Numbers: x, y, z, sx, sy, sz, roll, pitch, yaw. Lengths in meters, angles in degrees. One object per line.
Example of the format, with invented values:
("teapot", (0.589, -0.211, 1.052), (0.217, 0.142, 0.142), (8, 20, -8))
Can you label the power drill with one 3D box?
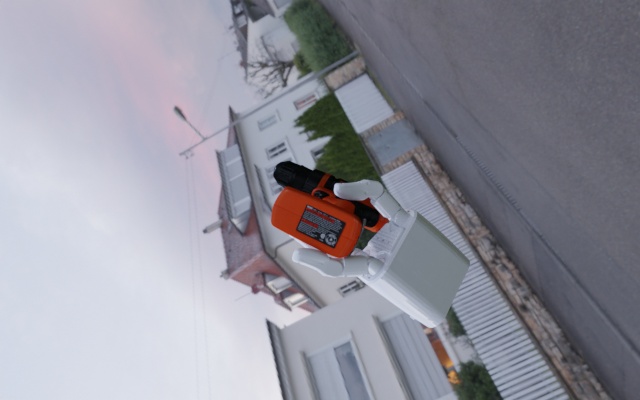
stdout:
("power drill", (0.000, 0.002, 0.632), (0.184, 0.057, 0.187), (23, 16, 8))
